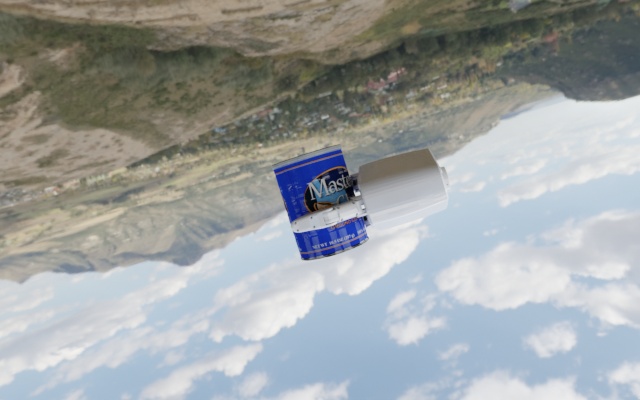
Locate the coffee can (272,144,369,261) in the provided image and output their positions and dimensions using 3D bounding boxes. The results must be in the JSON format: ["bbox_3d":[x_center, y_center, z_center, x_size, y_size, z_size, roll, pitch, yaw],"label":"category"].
[{"bbox_3d":[0.000,0.002,0.678,0.103,0.140,0.103,-17,4,1],"label":"coffee can"}]
